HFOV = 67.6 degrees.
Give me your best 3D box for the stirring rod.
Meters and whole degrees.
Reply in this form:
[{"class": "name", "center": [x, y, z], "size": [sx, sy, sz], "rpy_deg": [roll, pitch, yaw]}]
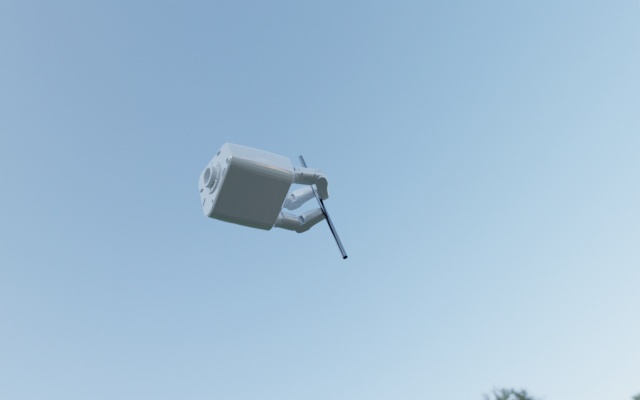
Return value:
[{"class": "stirring rod", "center": [0.000, 0.003, 0.779], "size": [0.011, 0.011, 0.239], "rpy_deg": [0, 42, -24]}]
